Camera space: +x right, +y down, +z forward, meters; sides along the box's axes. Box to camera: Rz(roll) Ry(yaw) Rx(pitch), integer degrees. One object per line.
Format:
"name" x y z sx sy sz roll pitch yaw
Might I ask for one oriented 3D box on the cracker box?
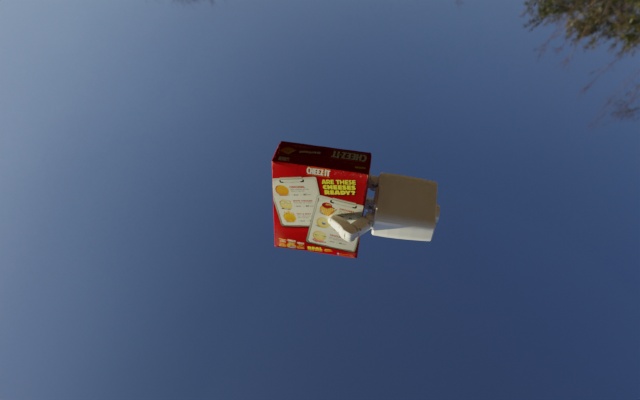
"cracker box" 0.000 0.003 0.872 0.164 0.214 0.072 8 43 5
